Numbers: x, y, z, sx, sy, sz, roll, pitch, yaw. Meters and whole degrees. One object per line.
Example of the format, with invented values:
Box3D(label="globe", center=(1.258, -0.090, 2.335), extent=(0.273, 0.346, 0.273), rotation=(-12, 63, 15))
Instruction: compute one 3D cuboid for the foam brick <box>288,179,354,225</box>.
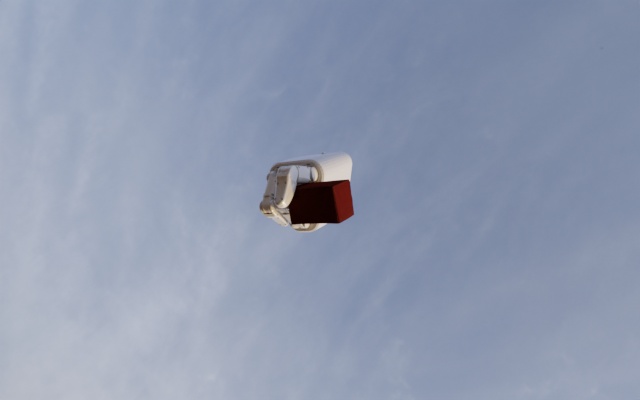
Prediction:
Box3D(label="foam brick", center=(0.000, 0.002, 0.661), extent=(0.078, 0.053, 0.051), rotation=(-2, 11, 31))
